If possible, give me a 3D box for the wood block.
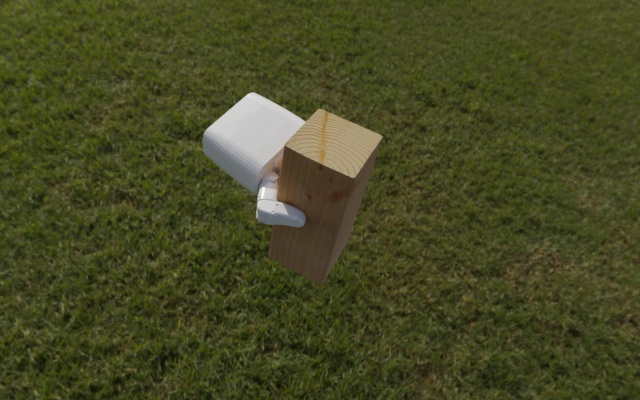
[{"bbox_3d":[0.000,0.002,0.618,0.090,0.206,0.090,26,47,12],"label":"wood block"}]
